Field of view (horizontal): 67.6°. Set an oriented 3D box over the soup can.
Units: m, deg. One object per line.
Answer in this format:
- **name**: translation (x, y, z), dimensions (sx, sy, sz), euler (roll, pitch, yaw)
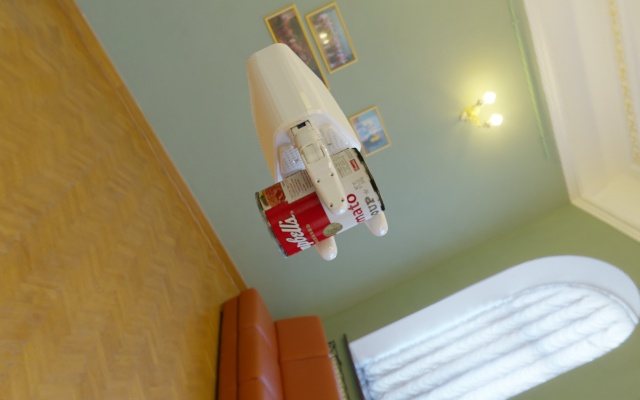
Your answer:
- **soup can**: translation (0.000, 0.002, 0.442), dimensions (0.102, 0.068, 0.068), euler (-25, -1, 1)
